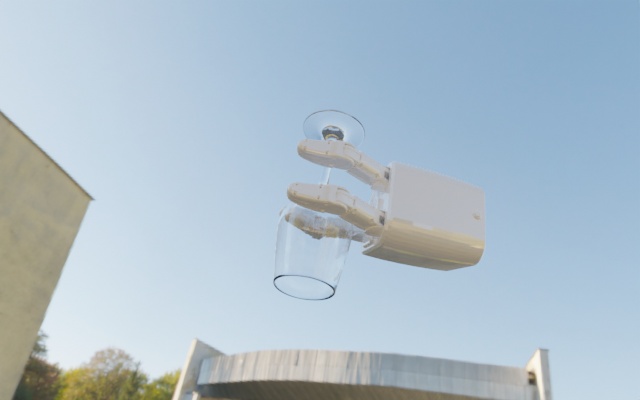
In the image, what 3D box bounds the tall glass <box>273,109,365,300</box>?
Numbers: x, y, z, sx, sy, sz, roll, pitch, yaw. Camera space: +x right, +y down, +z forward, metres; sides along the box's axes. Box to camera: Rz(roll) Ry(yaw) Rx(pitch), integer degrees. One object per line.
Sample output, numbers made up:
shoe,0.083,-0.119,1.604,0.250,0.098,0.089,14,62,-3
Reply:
tall glass,0.000,0.001,0.513,0.079,0.201,0.079,8,-31,5
